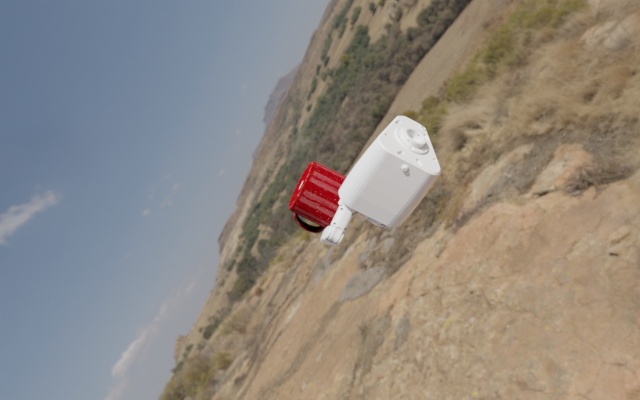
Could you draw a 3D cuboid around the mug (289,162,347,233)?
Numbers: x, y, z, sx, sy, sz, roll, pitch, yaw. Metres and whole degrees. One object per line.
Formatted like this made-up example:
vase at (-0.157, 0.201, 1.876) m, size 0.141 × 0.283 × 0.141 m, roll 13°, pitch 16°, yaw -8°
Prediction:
mug at (-0.001, 0.003, 0.717) m, size 0.081 × 0.117 × 0.093 m, roll 27°, pitch 39°, yaw -9°
